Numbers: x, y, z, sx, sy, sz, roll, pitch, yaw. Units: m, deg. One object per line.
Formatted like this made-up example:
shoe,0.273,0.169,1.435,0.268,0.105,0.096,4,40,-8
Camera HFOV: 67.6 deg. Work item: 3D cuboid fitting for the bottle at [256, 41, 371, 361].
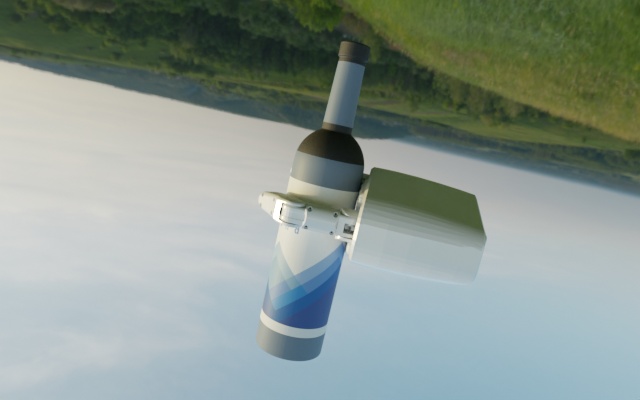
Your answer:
bottle,0.000,0.002,0.453,0.069,0.296,0.069,12,9,-2
